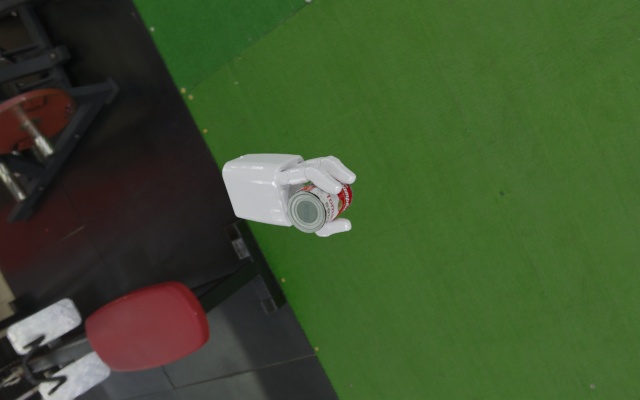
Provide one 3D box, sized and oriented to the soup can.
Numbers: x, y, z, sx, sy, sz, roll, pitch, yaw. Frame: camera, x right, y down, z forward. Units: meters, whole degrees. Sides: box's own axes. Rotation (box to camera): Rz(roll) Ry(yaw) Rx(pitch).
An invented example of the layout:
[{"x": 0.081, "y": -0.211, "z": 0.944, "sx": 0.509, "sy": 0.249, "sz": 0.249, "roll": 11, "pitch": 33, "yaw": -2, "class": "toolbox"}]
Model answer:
[{"x": 0.000, "y": 0.003, "z": 0.748, "sx": 0.068, "sy": 0.068, "sz": 0.102, "roll": 0, "pitch": 17, "yaw": 28, "class": "soup can"}]
